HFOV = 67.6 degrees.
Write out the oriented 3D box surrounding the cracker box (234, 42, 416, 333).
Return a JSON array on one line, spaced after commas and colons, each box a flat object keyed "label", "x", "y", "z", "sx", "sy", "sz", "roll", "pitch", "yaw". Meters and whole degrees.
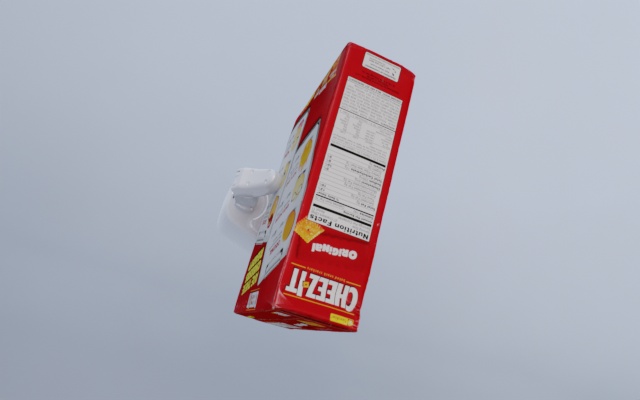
[{"label": "cracker box", "x": 0.000, "y": 0.001, "z": 0.417, "sx": 0.072, "sy": 0.213, "sz": 0.164, "roll": 20, "pitch": -19, "yaw": -13}]
